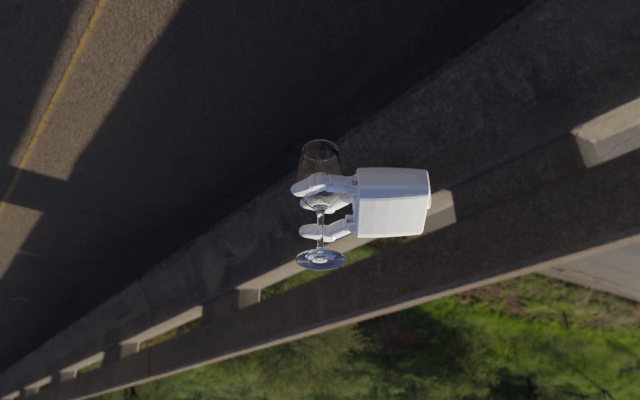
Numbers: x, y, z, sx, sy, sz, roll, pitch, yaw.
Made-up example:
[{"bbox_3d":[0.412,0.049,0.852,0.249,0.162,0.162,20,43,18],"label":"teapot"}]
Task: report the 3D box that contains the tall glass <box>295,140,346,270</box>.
[{"bbox_3d":[0.000,0.003,0.750,0.079,0.201,0.079,0,-30,0],"label":"tall glass"}]
